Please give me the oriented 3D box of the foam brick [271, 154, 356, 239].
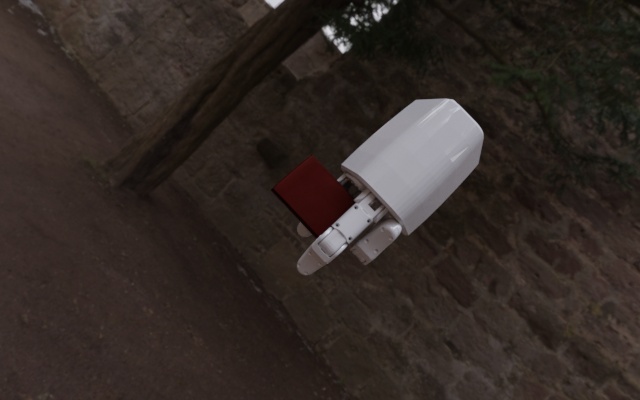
[{"bbox_3d":[0.000,0.001,0.461,0.051,0.078,0.053,-44,-3,2],"label":"foam brick"}]
